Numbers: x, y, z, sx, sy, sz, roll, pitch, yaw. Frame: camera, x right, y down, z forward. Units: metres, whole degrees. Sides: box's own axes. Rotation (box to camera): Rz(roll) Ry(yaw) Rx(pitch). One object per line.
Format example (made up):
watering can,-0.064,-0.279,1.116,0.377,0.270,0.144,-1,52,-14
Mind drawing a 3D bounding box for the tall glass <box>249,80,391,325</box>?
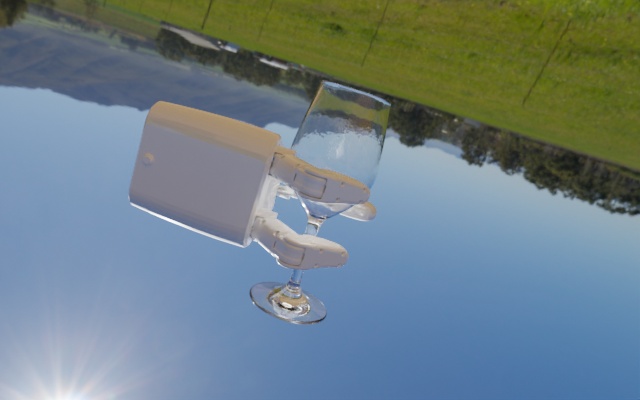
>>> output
tall glass,0.000,0.002,0.419,0.079,0.201,0.079,17,12,-4
